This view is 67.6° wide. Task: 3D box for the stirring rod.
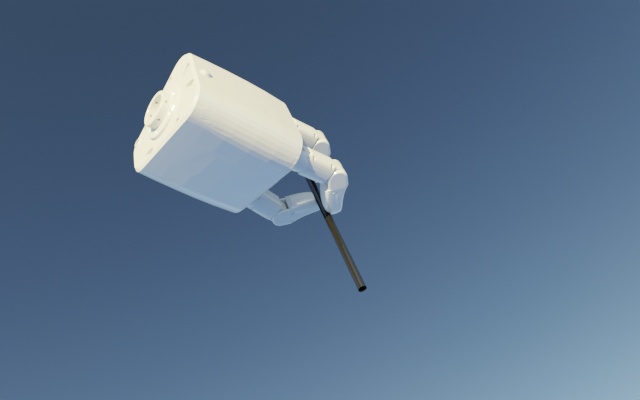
[{"bbox_3d":[0.000,0.002,0.503,0.011,0.011,0.239,0,39,-23],"label":"stirring rod"}]
